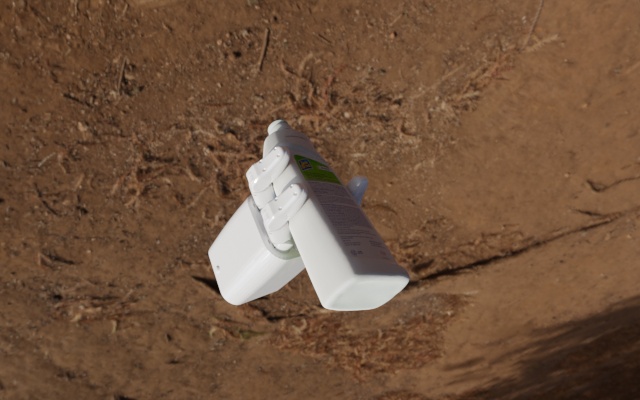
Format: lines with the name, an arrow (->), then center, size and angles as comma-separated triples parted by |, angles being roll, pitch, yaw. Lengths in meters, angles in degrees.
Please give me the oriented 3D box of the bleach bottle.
bleach bottle -> 0.000, 0.002, 0.550 | 0.102, 0.250, 0.068 | 11, -49, -44
